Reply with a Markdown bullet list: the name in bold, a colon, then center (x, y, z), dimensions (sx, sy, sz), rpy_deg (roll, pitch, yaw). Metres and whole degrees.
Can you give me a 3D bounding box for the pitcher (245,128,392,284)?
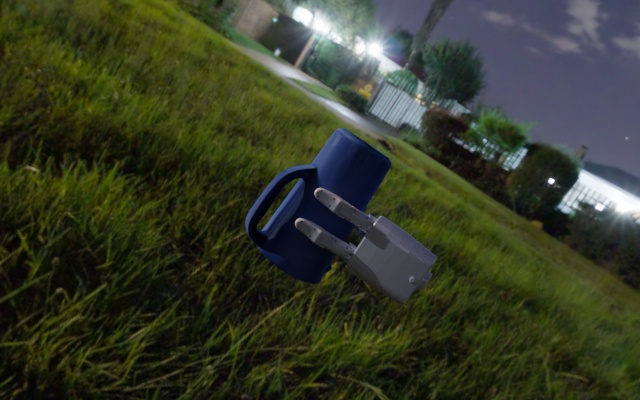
- **pitcher**: center (0.000, 0.003, 0.786), dimensions (0.145, 0.243, 0.149), rpy_deg (36, 10, 15)
